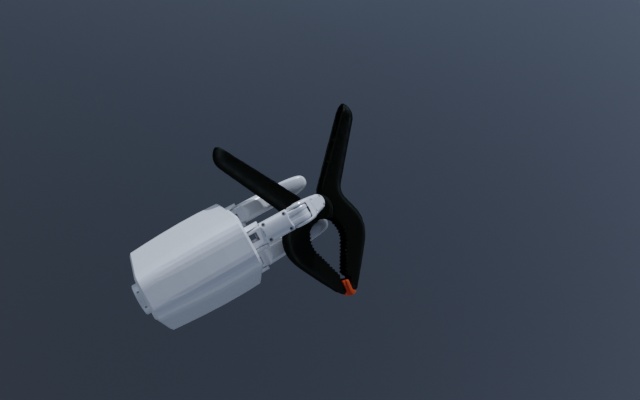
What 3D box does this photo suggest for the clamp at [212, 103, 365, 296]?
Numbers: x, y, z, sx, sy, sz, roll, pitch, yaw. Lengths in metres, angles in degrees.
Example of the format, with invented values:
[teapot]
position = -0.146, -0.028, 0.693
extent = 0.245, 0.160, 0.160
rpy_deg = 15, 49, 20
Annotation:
[clamp]
position = 0.000, 0.002, 0.530
extent = 0.164, 0.210, 0.036
rpy_deg = -29, 3, -14
